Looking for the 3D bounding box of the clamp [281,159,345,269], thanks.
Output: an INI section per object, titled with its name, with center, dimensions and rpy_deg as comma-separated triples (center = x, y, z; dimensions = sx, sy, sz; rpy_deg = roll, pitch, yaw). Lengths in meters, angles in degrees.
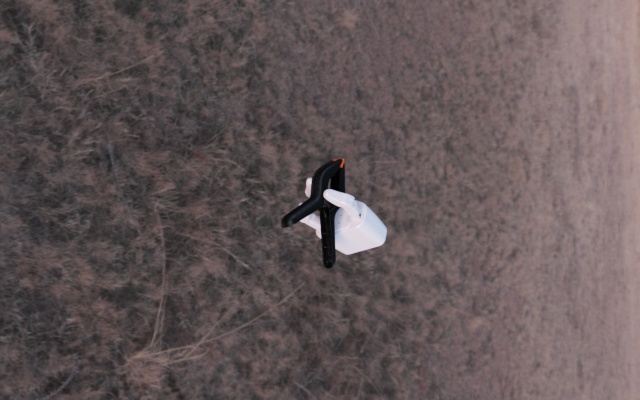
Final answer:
[clamp]
center = 0.001, 0.003, 0.896
dimensions = 0.036, 0.210, 0.165
rpy_deg = -2, -28, 35
